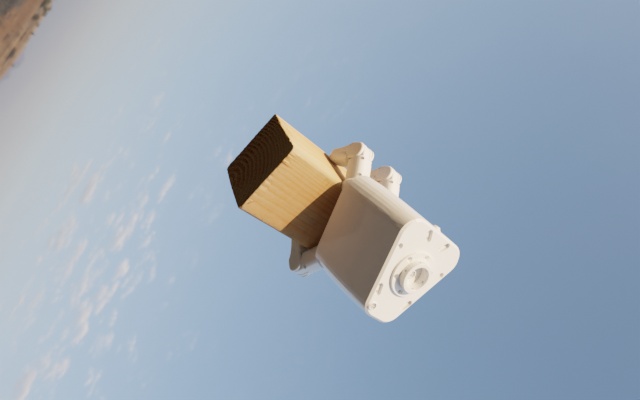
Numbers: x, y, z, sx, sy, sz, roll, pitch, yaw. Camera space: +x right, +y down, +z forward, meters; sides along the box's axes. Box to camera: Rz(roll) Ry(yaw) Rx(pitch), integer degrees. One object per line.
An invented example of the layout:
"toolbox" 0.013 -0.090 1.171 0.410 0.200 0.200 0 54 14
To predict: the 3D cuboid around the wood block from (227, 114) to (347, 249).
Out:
"wood block" 0.000 0.002 0.578 0.206 0.091 0.090 35 16 -35
